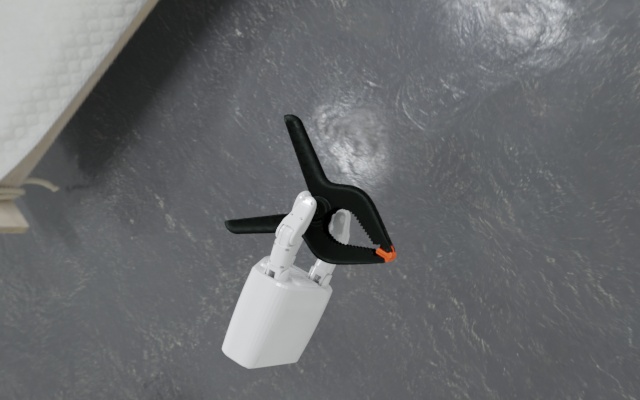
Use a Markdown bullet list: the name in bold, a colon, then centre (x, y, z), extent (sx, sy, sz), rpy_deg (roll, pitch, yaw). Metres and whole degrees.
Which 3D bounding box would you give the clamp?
- **clamp**: centre (0.000, 0.002, 0.561), extent (0.210, 0.164, 0.036), rpy_deg (25, 6, 19)
